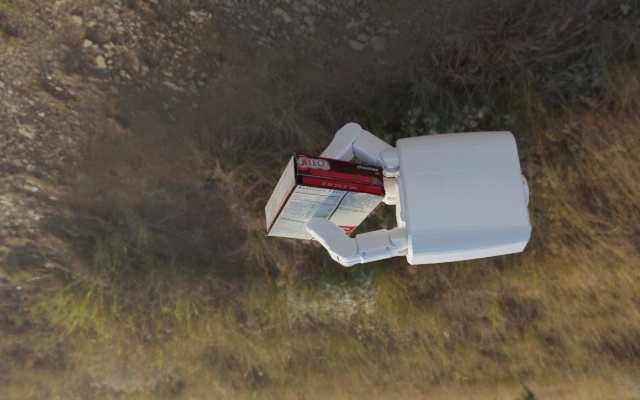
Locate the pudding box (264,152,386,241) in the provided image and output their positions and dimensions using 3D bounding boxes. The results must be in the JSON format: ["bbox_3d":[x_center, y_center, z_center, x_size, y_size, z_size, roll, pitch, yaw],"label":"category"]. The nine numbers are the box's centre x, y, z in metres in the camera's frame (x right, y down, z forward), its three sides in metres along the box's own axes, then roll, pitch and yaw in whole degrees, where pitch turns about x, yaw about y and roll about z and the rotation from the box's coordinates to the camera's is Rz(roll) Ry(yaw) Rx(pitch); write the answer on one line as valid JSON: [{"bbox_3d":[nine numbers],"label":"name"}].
[{"bbox_3d":[0.000,0.002,0.474,0.090,0.039,0.113,8,-33,-19],"label":"pudding box"}]
